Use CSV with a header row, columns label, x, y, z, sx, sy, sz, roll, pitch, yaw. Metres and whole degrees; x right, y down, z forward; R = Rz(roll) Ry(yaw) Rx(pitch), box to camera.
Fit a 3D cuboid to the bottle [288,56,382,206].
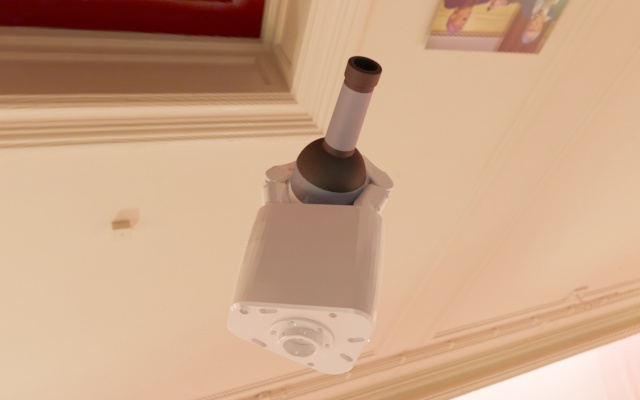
label,x,y,z,sx,sy,sz,roll,pitch,yaw
bottle,0.000,0.002,0.459,0.069,0.296,0.069,10,42,-9
